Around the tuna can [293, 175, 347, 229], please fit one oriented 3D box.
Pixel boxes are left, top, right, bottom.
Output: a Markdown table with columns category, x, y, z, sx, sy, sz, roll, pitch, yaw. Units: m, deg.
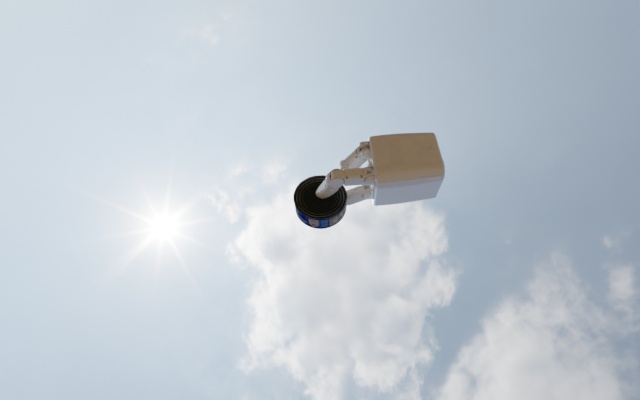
| category | x | y | z | sx | sy | sz | roll | pitch | yaw |
| --- | --- | --- | --- | --- | --- | --- | --- | --- | --- |
| tuna can | 0.000 | 0.003 | 0.771 | 0.086 | 0.086 | 0.034 | 0 | -35 | 2 |
